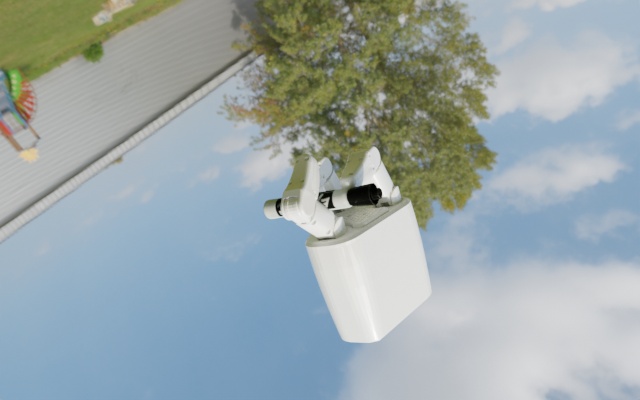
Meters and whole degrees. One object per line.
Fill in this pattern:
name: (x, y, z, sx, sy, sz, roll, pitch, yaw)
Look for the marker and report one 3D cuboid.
marker: (0.000, 0.001, 0.425, 0.121, 0.020, 0.020, -8, -5, 35)
